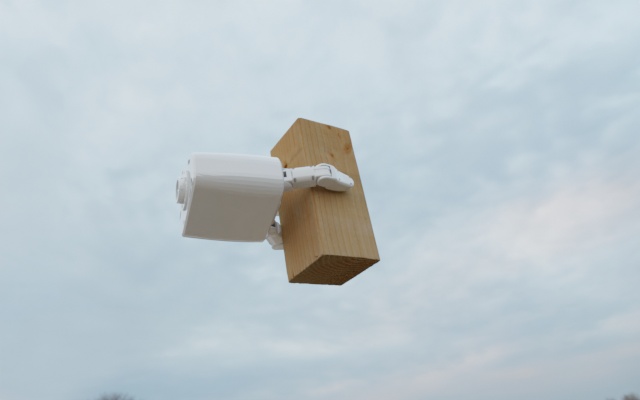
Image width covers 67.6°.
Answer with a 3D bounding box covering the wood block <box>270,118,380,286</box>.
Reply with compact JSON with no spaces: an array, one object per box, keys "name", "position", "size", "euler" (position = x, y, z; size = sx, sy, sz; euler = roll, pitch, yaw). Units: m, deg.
[{"name":"wood block","position":[0.000,0.002,0.652],"size":[0.090,0.206,0.091],"euler":[10,-34,-33]}]
